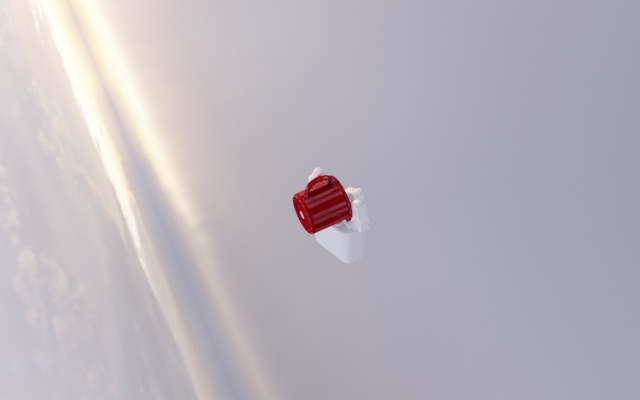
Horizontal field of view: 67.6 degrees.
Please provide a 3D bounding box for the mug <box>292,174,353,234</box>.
[{"bbox_3d":[0.000,0.002,0.871,0.081,0.117,0.093,-24,50,-16],"label":"mug"}]
